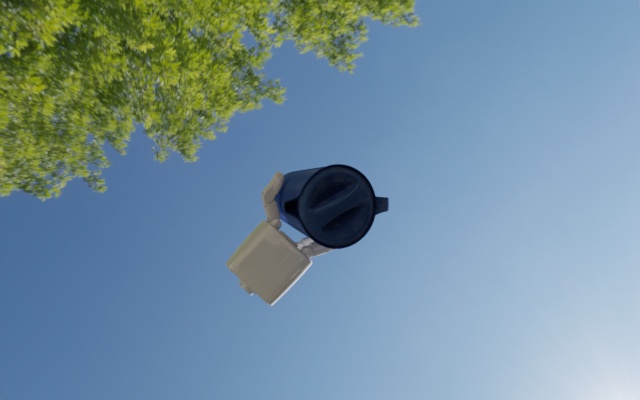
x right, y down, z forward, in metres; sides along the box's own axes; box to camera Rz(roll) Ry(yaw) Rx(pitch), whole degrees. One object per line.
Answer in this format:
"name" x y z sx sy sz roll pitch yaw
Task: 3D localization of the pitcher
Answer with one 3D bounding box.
"pitcher" 0.000 0.003 0.856 0.149 0.145 0.243 44 -10 -17
